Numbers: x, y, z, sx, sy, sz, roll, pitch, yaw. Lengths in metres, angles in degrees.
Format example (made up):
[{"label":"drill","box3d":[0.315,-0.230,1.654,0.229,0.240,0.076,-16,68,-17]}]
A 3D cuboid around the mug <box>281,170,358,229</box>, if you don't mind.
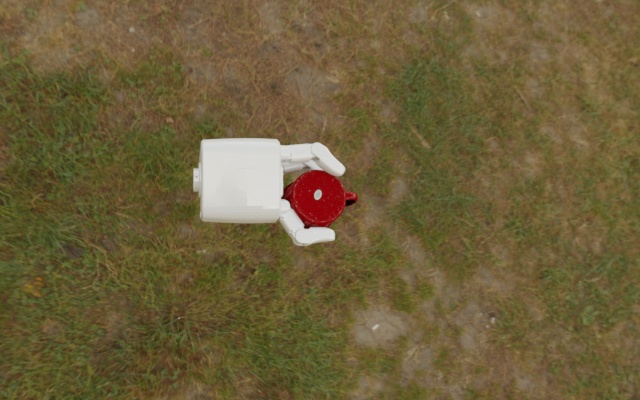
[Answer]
[{"label":"mug","box3d":[0.002,0.002,0.715,0.117,0.093,0.081,-2,-13,-16]}]
